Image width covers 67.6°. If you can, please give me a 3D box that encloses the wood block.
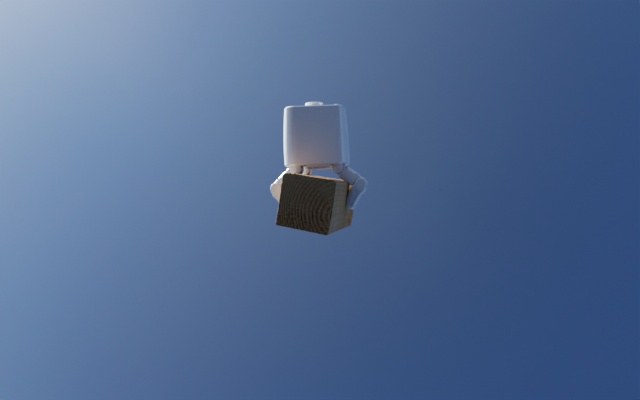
[{"bbox_3d":[0.001,0.002,0.857,0.091,0.090,0.206,10,4,14],"label":"wood block"}]
